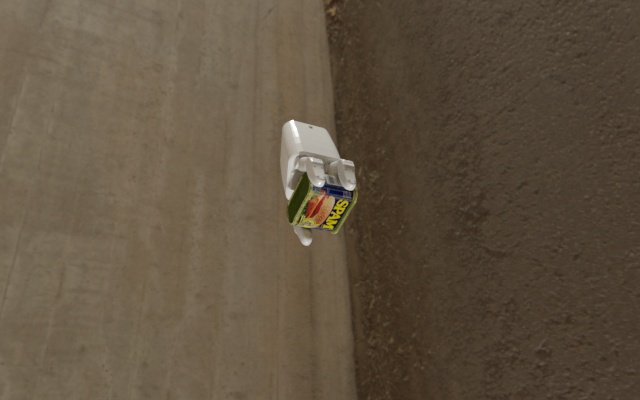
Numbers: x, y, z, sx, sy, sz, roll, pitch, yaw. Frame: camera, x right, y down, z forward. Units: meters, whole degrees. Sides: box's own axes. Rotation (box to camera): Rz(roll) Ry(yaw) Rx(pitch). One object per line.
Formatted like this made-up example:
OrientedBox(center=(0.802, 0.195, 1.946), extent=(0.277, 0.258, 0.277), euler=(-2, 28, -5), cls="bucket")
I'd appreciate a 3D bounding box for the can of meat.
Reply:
OrientedBox(center=(0.000, 0.003, 0.789), extent=(0.084, 0.057, 0.102), euler=(11, -49, -23), cls="can of meat")
